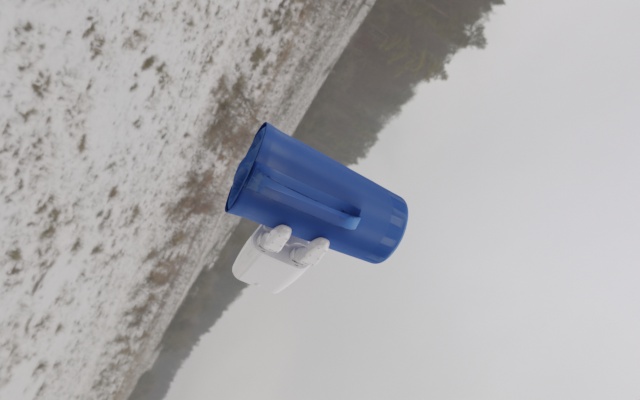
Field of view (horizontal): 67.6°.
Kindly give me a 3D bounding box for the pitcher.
[{"bbox_3d":[0.000,0.002,0.665,0.243,0.149,0.145,24,-40,-16],"label":"pitcher"}]
